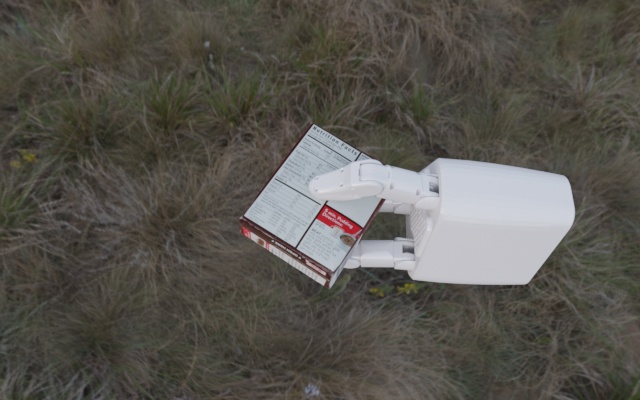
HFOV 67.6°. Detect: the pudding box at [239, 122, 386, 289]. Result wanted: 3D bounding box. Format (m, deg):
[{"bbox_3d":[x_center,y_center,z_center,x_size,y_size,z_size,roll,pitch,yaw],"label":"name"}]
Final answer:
[{"bbox_3d":[0.000,0.001,0.400,0.090,0.113,0.039,31,-26,8],"label":"pudding box"}]
